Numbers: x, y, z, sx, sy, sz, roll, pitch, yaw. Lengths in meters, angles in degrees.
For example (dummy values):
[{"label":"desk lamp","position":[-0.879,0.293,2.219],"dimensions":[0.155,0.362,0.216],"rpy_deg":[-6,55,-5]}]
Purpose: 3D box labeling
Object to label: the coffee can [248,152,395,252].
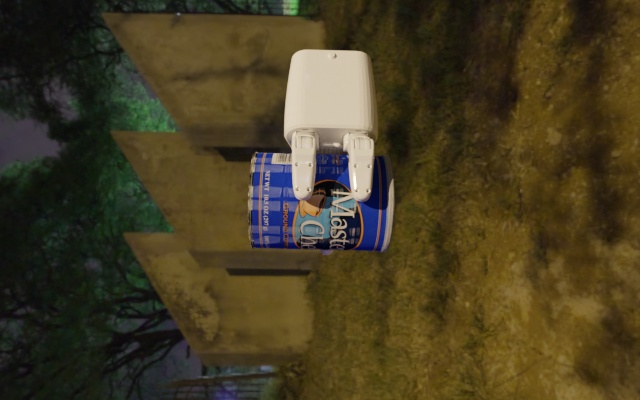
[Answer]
[{"label":"coffee can","position":[0.000,0.002,0.504],"dimensions":[0.140,0.103,0.103],"rpy_deg":[1,0,-1]}]
